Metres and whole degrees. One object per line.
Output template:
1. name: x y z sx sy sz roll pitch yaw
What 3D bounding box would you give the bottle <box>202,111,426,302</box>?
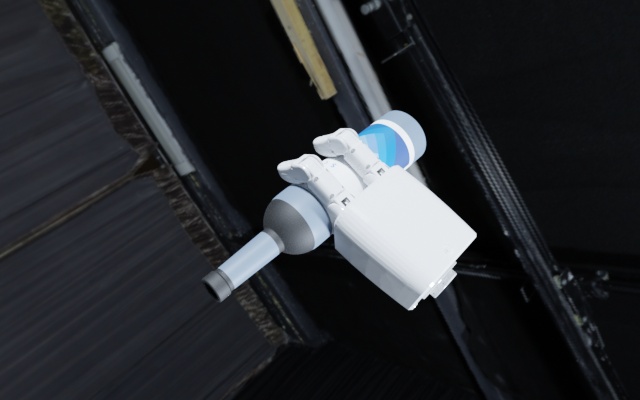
1. bottle: 0.000 0.001 0.505 0.295 0.069 0.069 -39 22 -29
